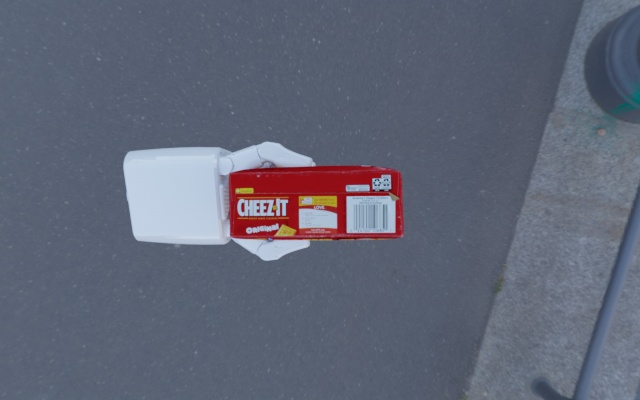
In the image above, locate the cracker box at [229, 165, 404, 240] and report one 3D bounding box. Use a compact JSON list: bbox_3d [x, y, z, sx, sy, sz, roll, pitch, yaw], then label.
[{"bbox_3d":[0.000,0.002,0.544,0.164,0.072,0.213,-1,1,3],"label":"cracker box"}]
